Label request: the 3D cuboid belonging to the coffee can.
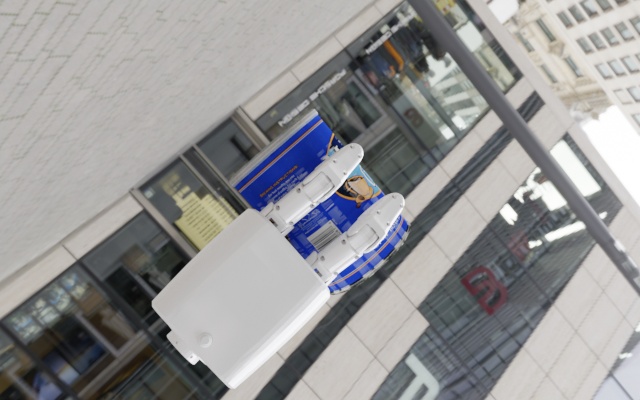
[{"bbox_3d":[0.000,0.001,0.445,0.103,0.140,0.103,-40,7,6],"label":"coffee can"}]
